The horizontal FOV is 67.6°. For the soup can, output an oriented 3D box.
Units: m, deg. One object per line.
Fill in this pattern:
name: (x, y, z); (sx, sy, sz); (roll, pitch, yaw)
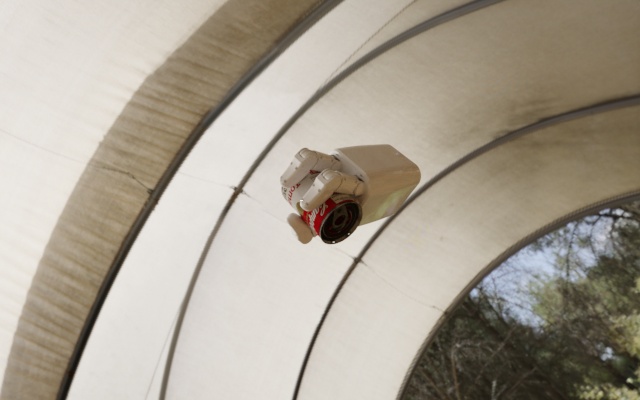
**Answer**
soup can: (0.000, 0.002, 0.649); (0.068, 0.068, 0.102); (0, 34, -42)
